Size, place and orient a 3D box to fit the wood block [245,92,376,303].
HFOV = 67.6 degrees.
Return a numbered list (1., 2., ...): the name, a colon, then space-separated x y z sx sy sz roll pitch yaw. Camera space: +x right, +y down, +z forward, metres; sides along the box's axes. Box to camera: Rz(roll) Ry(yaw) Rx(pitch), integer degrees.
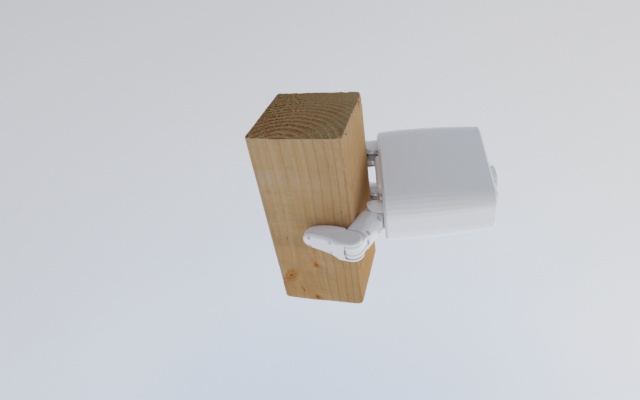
1. wood block: 0.000 0.002 0.497 0.090 0.206 0.090 3 38 17
